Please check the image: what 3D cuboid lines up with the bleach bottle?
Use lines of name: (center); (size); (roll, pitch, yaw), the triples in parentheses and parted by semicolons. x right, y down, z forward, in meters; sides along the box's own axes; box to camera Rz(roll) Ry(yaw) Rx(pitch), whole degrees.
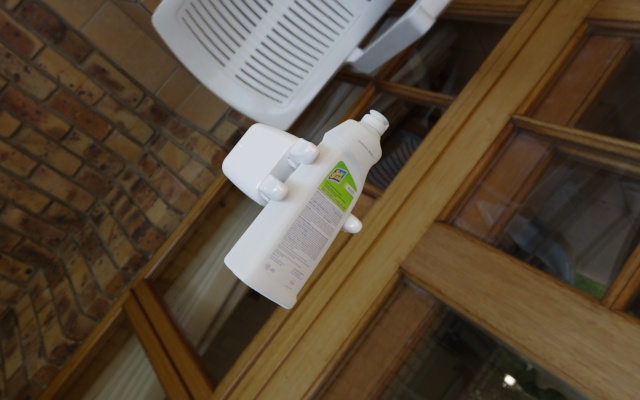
bleach bottle: (0.000, 0.002, 0.574); (0.068, 0.251, 0.103); (32, -8, 46)
